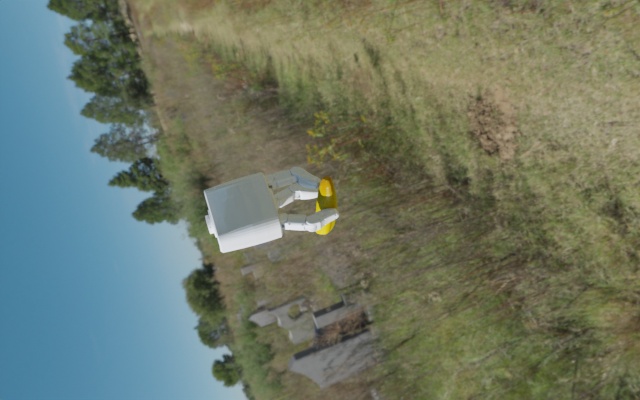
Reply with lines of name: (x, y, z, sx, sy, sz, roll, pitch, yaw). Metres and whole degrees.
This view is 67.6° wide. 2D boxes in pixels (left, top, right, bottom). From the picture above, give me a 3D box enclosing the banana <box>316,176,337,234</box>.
banana: (0.005, 0.021, 0.874, 0.037, 0.069, 0.198, -14, -16, -10)
